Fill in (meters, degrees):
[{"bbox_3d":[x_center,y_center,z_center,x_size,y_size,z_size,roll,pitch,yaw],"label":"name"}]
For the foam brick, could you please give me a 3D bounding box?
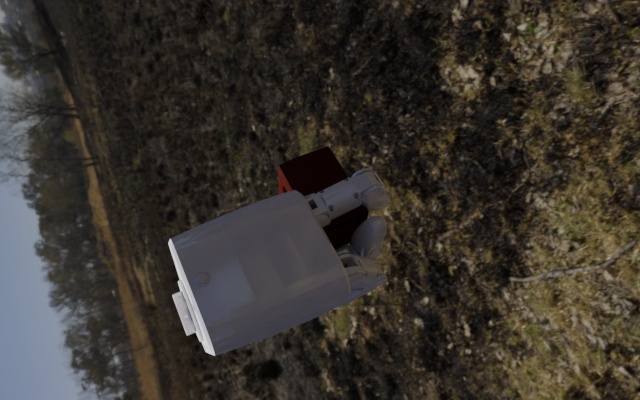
[{"bbox_3d":[0.000,0.001,0.428,0.051,0.078,0.053,-22,-26,-16],"label":"foam brick"}]
